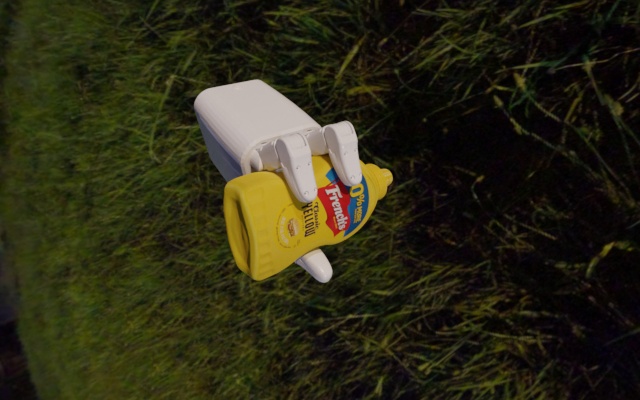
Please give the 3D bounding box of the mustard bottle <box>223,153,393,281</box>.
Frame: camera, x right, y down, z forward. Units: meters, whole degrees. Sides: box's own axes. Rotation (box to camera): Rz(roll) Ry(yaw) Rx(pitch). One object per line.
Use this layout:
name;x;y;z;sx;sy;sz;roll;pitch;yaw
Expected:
mustard bottle;0.000;0.002;0.480;0.191;0.096;0.058;-21;27;-34
